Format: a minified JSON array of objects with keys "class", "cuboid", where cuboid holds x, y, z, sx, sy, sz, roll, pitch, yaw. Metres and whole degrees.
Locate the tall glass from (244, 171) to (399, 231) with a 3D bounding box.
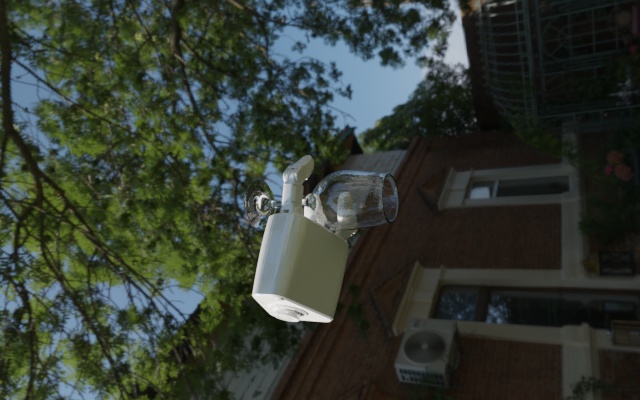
[{"class":"tall glass","cuboid":[-0.001,0.002,0.642,0.201,0.079,0.079,-3,-2,28]}]
